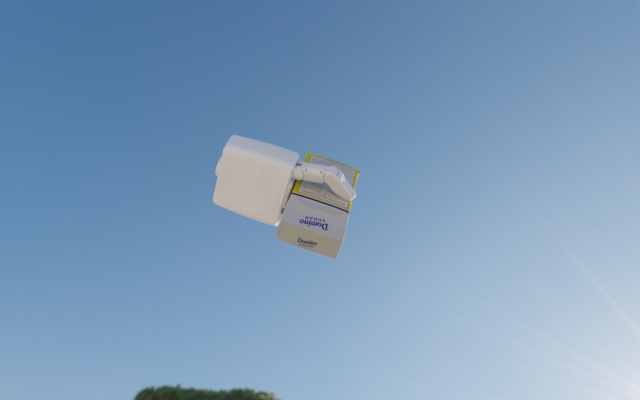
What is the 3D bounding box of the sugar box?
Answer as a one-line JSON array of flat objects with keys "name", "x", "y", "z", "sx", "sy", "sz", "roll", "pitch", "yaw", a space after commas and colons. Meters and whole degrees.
[{"name": "sugar box", "x": 0.000, "y": 0.003, "z": 0.728, "sx": 0.093, "sy": 0.048, "sz": 0.176, "roll": 19, "pitch": 42, "yaw": 0}]
